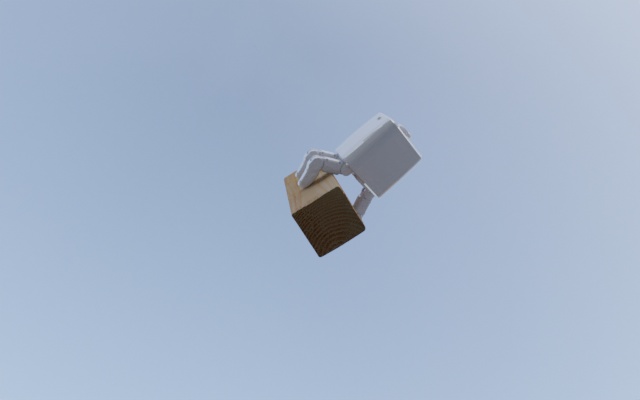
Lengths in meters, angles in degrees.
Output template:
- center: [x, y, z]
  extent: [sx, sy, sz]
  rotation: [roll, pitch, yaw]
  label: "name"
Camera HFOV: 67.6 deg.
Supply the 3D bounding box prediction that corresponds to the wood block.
- center: [0.001, 0.003, 0.838]
  extent: [0.090, 0.091, 0.206]
  rotation: [-32, 19, 4]
  label: "wood block"
